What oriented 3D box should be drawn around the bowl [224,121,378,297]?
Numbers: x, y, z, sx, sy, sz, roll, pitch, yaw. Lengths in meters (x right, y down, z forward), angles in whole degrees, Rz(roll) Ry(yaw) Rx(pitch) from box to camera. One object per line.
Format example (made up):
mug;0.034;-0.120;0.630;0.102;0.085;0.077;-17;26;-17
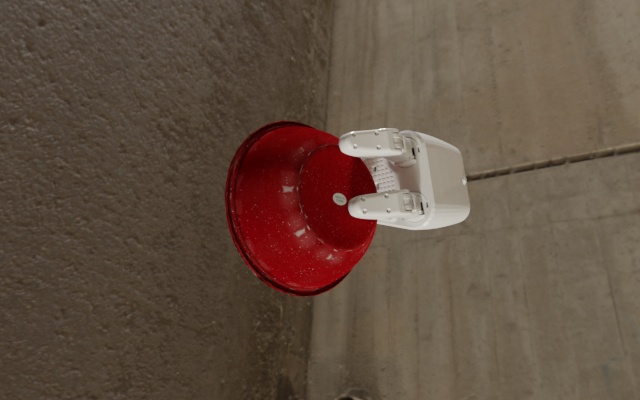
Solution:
bowl;-0.001;0.002;0.416;0.162;0.162;0.055;0;-10;-41
